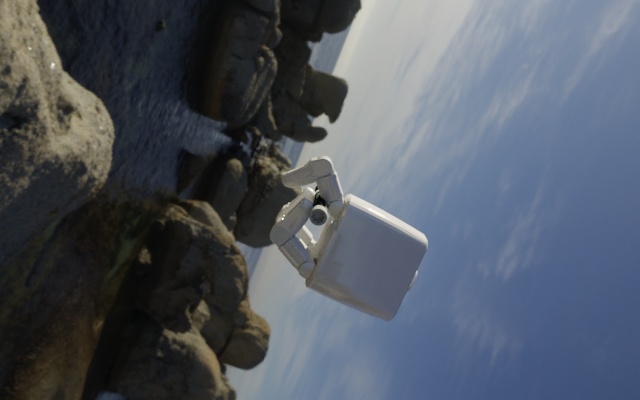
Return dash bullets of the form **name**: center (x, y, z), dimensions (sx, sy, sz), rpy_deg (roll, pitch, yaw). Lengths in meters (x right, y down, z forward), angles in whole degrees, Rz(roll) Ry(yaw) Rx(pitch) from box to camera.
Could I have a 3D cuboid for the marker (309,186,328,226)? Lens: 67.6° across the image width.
- **marker**: center (0.000, 0.002, 0.553), dimensions (0.020, 0.020, 0.121), rpy_deg (0, 15, 2)
